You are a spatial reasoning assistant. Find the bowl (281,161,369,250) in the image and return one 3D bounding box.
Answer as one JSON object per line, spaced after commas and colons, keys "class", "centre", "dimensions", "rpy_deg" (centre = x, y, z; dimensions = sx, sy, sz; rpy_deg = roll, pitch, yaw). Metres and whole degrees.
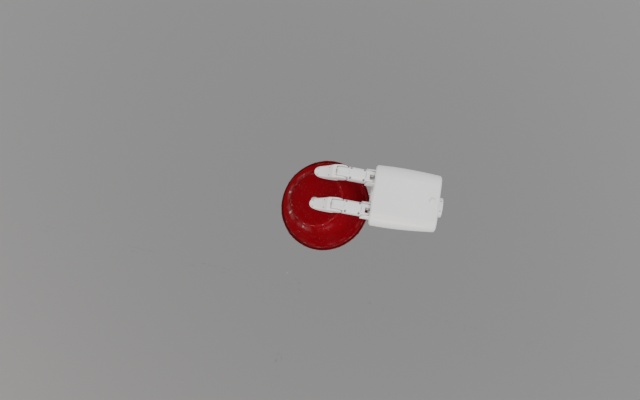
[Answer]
{"class": "bowl", "centre": [-0.001, 0.003, 0.822], "dimensions": [0.162, 0.162, 0.055], "rpy_deg": [0, -11, 16]}
